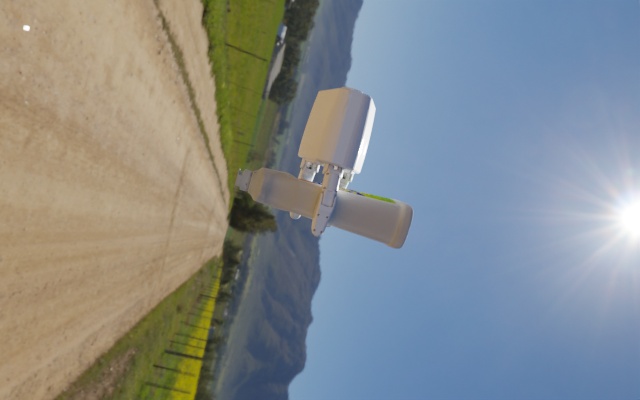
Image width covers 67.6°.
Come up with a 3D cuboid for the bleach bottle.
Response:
[{"bbox_3d":[0.000,0.002,0.696,0.251,0.068,0.102,16,4,-8],"label":"bleach bottle"}]
